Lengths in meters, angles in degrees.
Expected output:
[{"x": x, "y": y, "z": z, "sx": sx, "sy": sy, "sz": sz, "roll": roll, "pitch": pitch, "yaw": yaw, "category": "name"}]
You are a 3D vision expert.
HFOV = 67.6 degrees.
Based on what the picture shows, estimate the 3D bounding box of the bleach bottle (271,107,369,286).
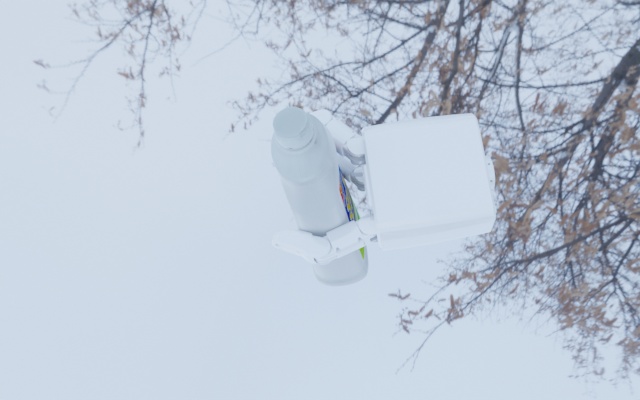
[{"x": 0.000, "y": 0.001, "z": 0.477, "sx": 0.068, "sy": 0.102, "sz": 0.251, "roll": -9, "pitch": -28, "yaw": 7, "category": "bleach bottle"}]
